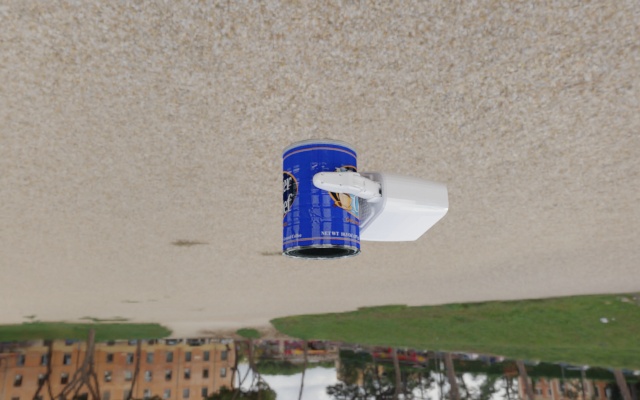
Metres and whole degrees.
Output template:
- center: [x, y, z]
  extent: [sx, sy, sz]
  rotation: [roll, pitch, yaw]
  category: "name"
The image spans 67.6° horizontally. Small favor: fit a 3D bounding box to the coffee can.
- center: [0.000, 0.002, 0.634]
  extent: [0.103, 0.140, 0.103]
  rotation: [-1, -15, 0]
  category: "coffee can"
